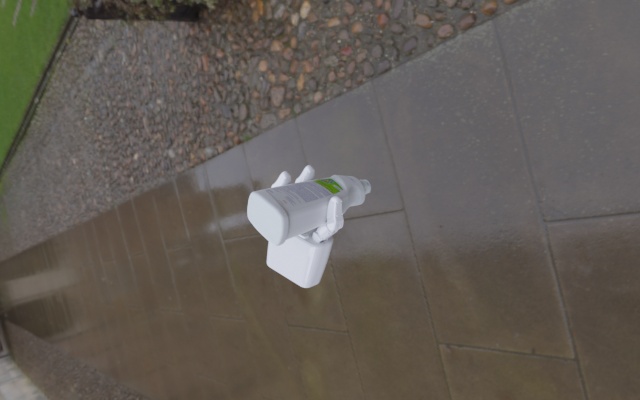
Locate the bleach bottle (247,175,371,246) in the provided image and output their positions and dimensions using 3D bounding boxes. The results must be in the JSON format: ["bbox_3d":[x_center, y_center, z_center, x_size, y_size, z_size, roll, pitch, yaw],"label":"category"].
[{"bbox_3d":[0.000,0.003,0.850,0.251,0.068,0.102,-15,41,-39],"label":"bleach bottle"}]
